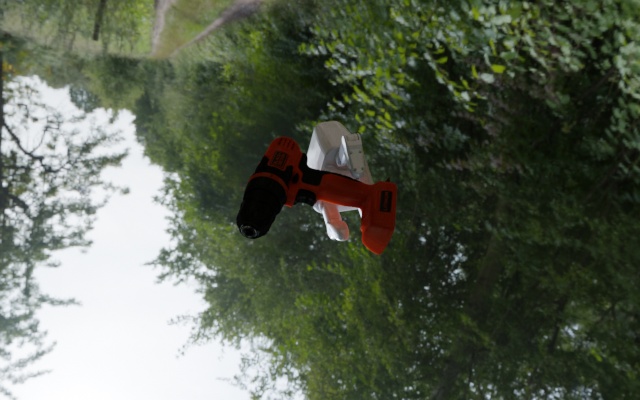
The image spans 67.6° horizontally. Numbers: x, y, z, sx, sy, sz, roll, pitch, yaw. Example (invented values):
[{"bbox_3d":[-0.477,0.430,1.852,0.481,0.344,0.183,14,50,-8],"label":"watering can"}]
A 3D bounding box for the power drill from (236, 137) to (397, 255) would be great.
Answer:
[{"bbox_3d":[0.001,0.002,0.603,0.187,0.057,0.184,20,41,-4],"label":"power drill"}]
